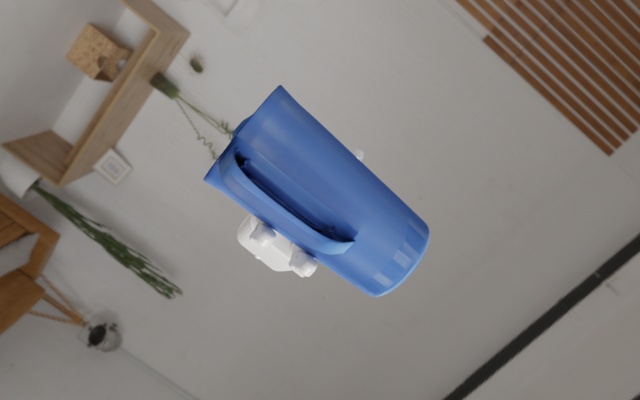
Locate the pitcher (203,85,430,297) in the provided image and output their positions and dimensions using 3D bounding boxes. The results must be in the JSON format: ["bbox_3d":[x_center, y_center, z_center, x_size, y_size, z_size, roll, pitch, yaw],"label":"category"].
[{"bbox_3d":[0.000,0.002,0.528,0.243,0.149,0.145,39,-25,-9],"label":"pitcher"}]
